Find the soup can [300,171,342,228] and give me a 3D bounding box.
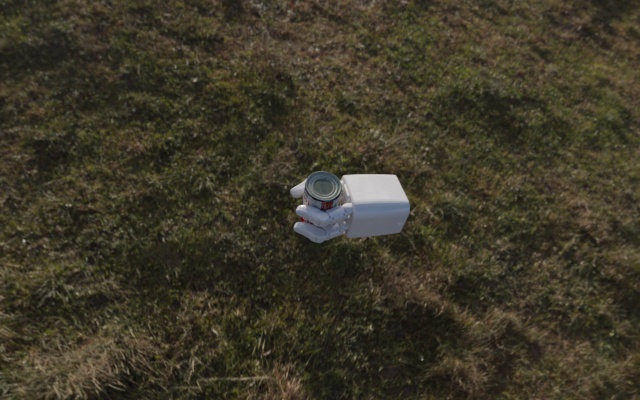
[{"bbox_3d":[0.000,0.003,0.877,0.068,0.068,0.102,0,-35,-8],"label":"soup can"}]
